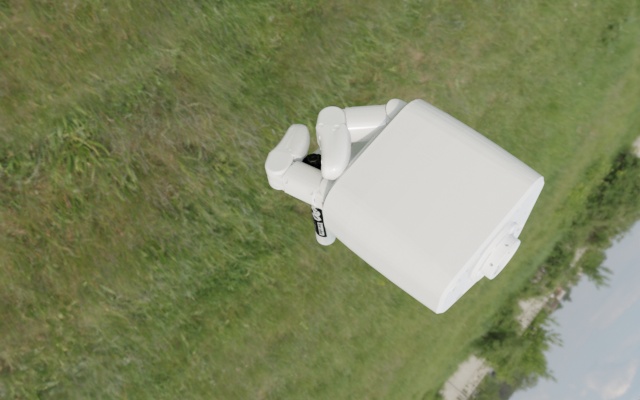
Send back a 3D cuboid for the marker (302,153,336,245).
[{"bbox_3d":[0.000,0.001,0.418,0.020,0.020,0.121,0,-35,6],"label":"marker"}]
